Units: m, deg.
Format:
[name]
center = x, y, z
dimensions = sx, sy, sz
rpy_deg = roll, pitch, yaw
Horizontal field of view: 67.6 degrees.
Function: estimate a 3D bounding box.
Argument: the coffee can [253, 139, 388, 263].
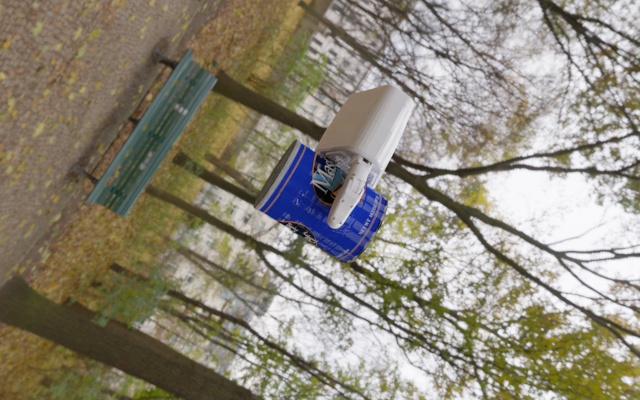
[coffee can]
center = 0.000, 0.002, 0.614
dimensions = 0.140, 0.103, 0.103
rpy_deg = 32, -7, -11
